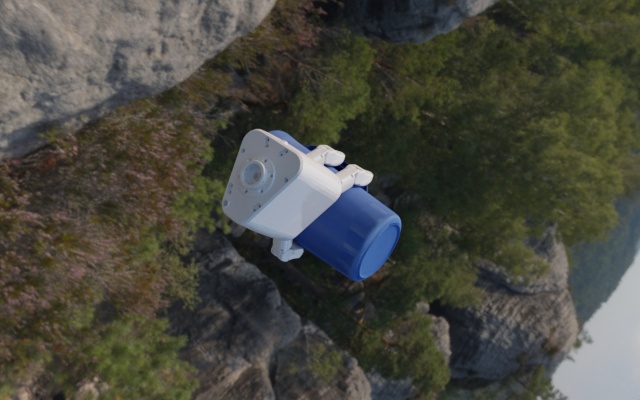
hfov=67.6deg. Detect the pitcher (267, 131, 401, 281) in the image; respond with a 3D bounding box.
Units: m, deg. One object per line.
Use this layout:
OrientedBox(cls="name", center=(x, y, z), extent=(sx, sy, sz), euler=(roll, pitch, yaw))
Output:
OrientedBox(cls="pitcher", center=(0.000, 0.002, 0.703), extent=(0.242, 0.149, 0.145), euler=(35, 3, 28))
